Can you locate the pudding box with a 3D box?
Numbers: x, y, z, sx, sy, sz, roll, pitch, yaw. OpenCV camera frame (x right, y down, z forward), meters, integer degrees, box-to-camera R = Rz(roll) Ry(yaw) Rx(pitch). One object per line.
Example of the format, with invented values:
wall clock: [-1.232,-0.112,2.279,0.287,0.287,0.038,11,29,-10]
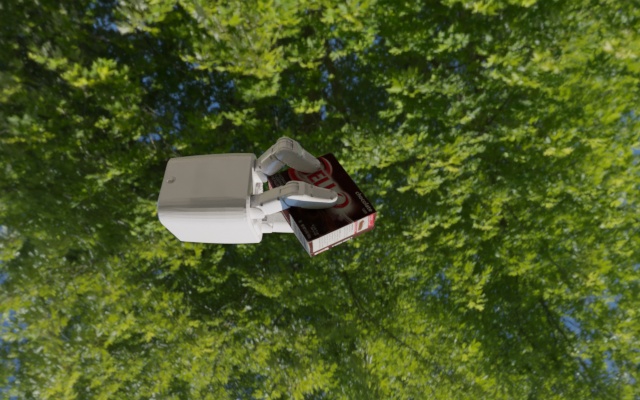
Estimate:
pudding box: [0.000,0.002,0.571,0.090,0.113,0.039,-23,-34,-16]
